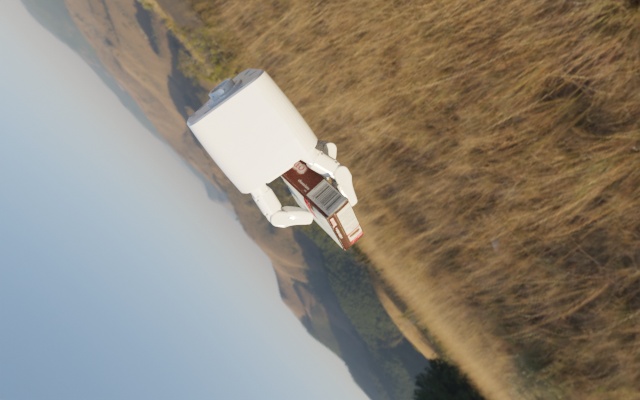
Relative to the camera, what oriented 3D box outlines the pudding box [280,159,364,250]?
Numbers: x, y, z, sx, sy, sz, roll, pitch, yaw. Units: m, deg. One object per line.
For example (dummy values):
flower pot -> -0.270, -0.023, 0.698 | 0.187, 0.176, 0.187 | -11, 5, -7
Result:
pudding box -> 0.000, 0.002, 0.623 | 0.113, 0.039, 0.090 | 45, -9, 35
